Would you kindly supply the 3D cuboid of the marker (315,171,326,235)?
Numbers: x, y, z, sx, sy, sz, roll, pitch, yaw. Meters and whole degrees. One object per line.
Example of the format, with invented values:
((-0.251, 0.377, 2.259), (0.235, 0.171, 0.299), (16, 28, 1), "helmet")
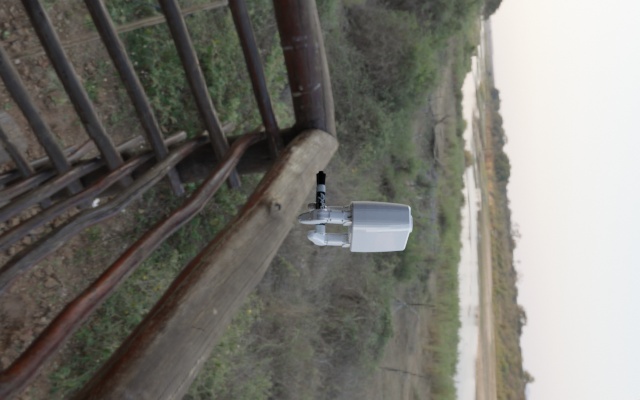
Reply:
((0.000, 0.003, 0.893), (0.020, 0.121, 0.020), (1, -15, 0), "marker")
